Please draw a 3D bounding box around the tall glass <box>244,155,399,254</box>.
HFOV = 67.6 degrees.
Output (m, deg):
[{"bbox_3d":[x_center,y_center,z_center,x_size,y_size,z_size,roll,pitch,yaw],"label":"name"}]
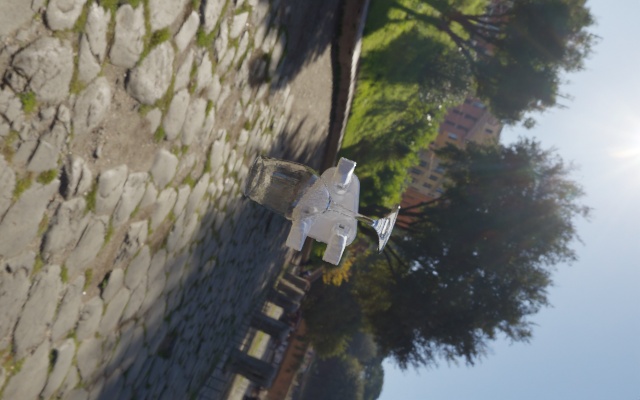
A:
[{"bbox_3d":[0.001,0.002,0.653,0.201,0.079,0.079,22,1,2],"label":"tall glass"}]
